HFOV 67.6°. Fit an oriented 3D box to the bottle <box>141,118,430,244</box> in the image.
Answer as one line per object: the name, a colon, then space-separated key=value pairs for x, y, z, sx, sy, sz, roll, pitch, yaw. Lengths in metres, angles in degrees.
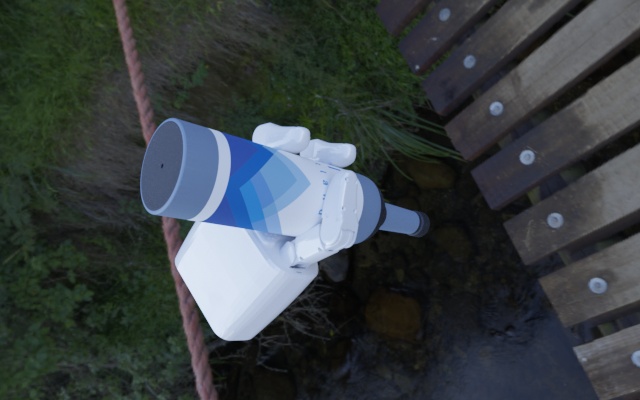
bottle: x=0.000 y=0.001 z=0.418 sx=0.296 sy=0.069 sz=0.069 roll=13 pitch=-9 yaw=-42
